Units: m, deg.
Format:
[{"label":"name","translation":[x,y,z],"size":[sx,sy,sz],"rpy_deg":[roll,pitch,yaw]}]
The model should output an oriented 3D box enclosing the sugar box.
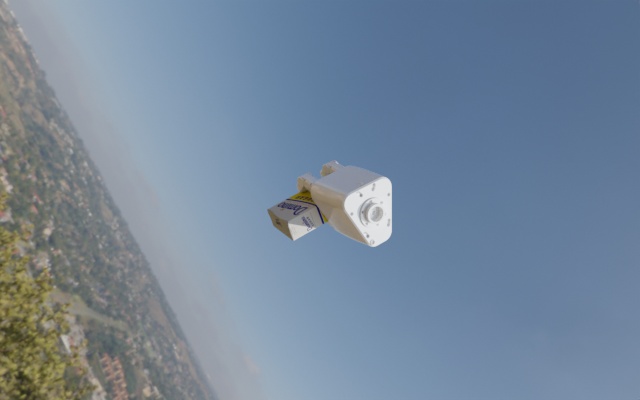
[{"label":"sugar box","translation":[0.000,0.002,0.867],"size":[0.176,0.048,0.093],"rpy_deg":[-27,24,-20]}]
